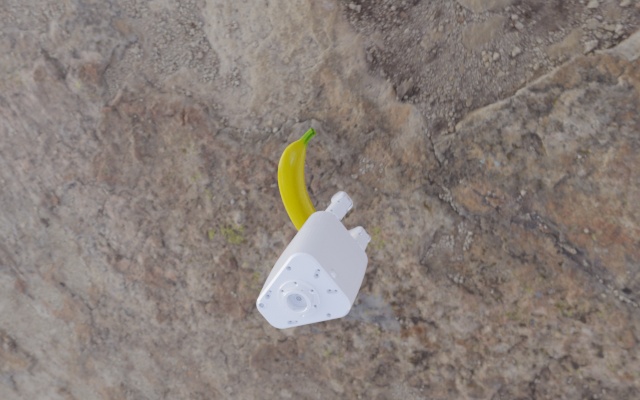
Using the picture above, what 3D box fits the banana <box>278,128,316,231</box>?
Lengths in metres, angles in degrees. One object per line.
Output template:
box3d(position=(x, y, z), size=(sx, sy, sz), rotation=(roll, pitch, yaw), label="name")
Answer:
box3d(position=(-0.018, 0.002, 0.678), size=(0.069, 0.198, 0.037), rotation=(-10, 17, 16), label="banana")
